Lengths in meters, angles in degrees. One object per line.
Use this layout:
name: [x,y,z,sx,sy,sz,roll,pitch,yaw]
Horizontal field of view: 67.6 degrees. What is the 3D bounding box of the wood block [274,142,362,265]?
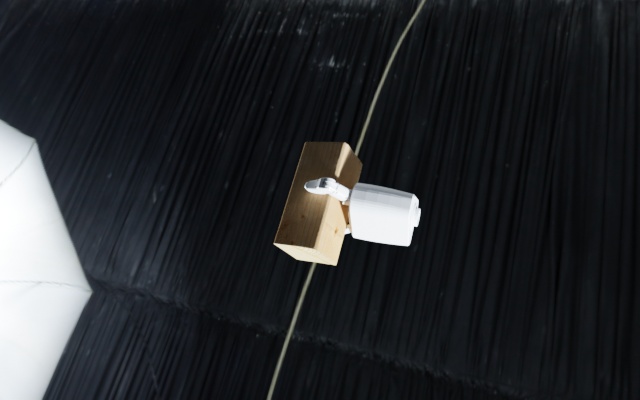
wood block: [0.000,0.003,0.883,0.090,0.206,0.091,5,-22,29]
